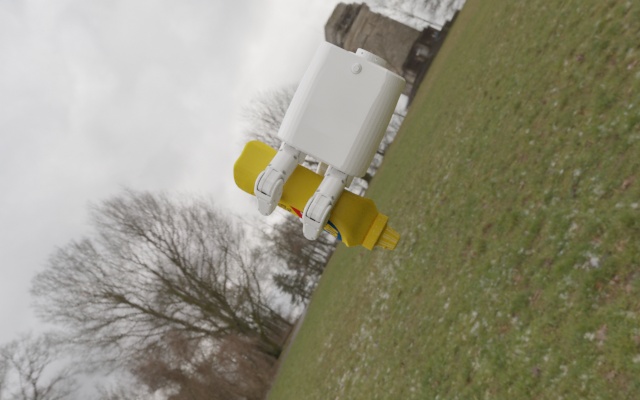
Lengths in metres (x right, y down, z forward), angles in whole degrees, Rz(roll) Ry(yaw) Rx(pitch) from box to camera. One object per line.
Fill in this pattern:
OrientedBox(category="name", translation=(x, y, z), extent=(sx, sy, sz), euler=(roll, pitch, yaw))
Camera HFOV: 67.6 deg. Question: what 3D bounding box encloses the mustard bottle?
OrientedBox(category="mustard bottle", translation=(0.000, 0.002, 0.532), extent=(0.191, 0.058, 0.096), euler=(27, -11, 8))
